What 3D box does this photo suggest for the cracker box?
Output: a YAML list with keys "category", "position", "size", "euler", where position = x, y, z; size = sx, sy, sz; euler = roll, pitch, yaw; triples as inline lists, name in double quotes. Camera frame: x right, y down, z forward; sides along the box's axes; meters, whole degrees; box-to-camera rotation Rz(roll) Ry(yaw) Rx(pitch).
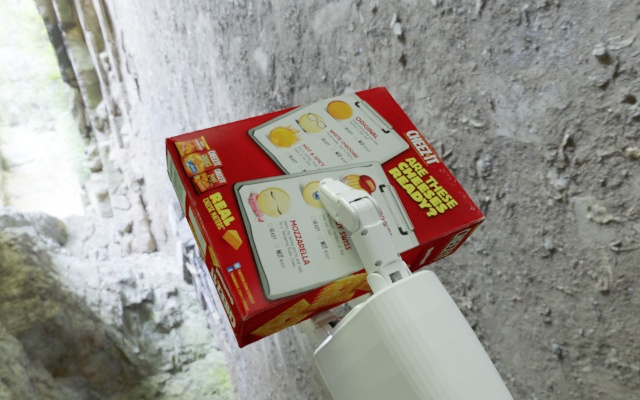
- category: "cracker box"
  position: [0.000, 0.001, 0.405]
  size: [0.213, 0.164, 0.072]
  euler: [-18, -28, -24]
